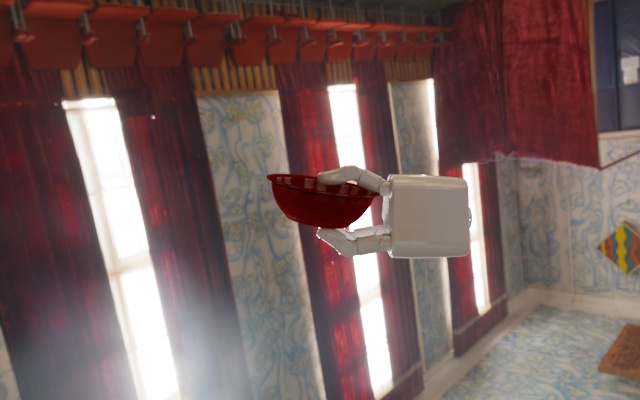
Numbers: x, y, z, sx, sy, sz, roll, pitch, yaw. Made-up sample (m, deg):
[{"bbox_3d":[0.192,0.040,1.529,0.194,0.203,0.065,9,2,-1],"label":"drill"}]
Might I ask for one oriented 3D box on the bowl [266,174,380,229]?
[{"bbox_3d":[-0.001,0.002,0.676,0.162,0.055,0.162,9,9,-1],"label":"bowl"}]
